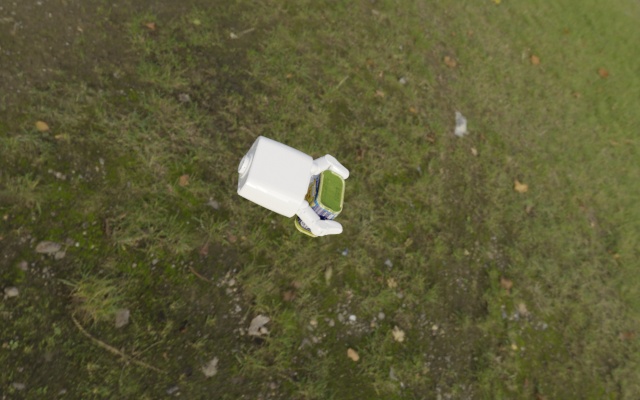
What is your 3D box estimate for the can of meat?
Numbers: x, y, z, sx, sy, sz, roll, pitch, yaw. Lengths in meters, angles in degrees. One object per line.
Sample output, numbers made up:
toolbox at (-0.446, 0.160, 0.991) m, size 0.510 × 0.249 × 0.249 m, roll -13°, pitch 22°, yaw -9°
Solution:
can of meat at (0.000, 0.003, 0.896) m, size 0.057 × 0.102 × 0.084 m, roll 26°, pitch -45°, yaw -19°
